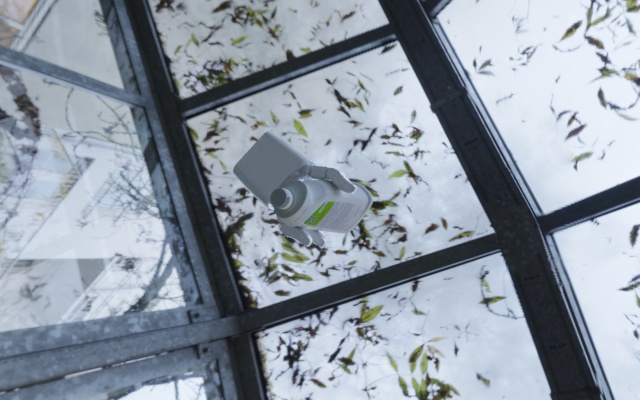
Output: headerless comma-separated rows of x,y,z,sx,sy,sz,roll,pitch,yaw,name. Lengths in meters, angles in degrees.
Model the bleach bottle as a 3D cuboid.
0.000,0.003,0.817,0.068,0.102,0.251,41,13,26,bleach bottle
